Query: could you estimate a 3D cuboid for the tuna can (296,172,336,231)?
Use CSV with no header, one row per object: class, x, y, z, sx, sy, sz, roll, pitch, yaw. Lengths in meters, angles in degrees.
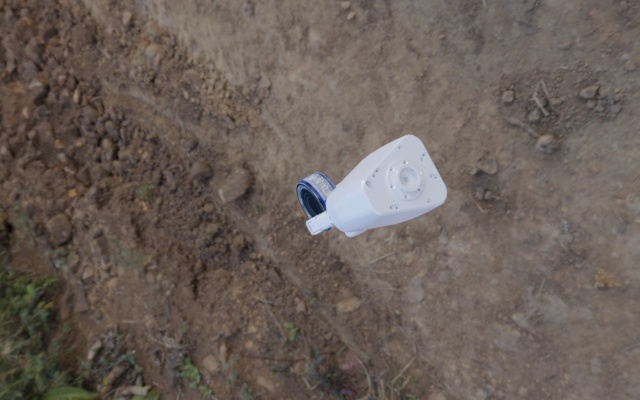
tuna can,0.000,0.003,0.707,0.033,0.086,0.086,-30,12,-21
